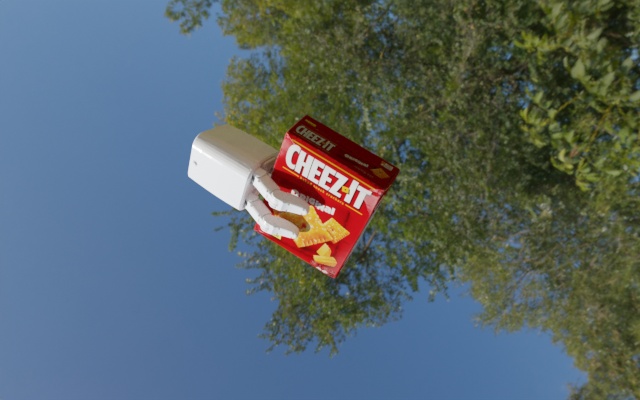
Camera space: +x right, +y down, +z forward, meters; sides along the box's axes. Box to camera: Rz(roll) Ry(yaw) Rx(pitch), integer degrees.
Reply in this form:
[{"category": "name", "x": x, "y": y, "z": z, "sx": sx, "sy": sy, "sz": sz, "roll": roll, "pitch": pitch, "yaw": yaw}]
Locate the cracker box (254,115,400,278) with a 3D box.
[{"category": "cracker box", "x": 0.000, "y": 0.002, "z": 0.743, "sx": 0.164, "sy": 0.214, "sz": 0.072, "roll": 31, "pitch": 42, "yaw": 8}]
